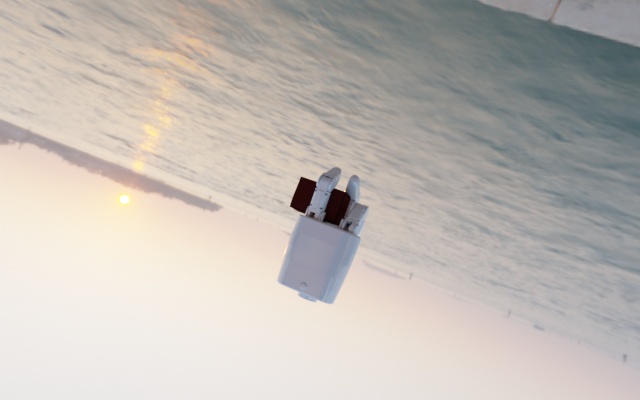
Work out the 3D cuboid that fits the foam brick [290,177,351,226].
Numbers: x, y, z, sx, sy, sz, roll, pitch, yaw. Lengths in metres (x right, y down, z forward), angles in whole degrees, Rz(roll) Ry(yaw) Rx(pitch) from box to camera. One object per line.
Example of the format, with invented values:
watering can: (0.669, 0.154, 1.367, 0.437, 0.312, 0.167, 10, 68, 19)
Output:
foam brick: (0.000, 0.002, 0.739, 0.078, 0.051, 0.053, 20, -4, 15)
